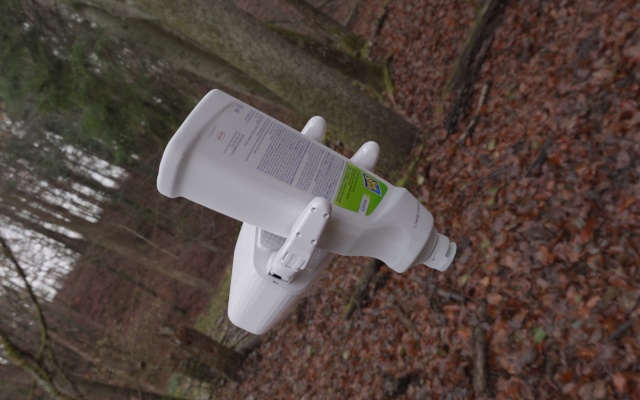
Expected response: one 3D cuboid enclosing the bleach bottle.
[{"bbox_3d":[0.000,0.001,0.410,0.251,0.102,0.068,26,-42,-6],"label":"bleach bottle"}]
